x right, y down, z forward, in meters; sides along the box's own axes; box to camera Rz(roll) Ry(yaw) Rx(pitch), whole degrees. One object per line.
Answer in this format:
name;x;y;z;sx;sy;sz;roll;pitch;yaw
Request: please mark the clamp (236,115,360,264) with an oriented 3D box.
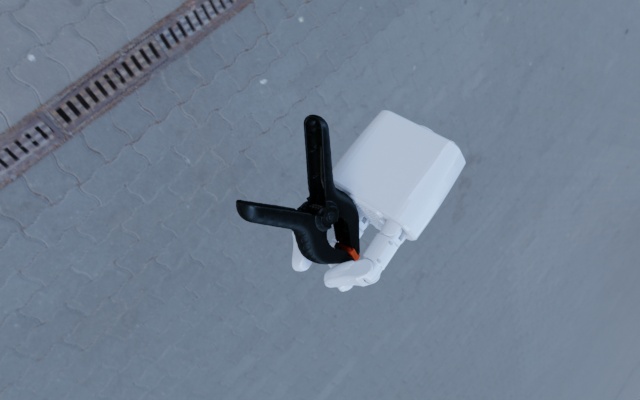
clamp;0.001;0.002;0.477;0.039;0.120;0.171;27;-12;42
